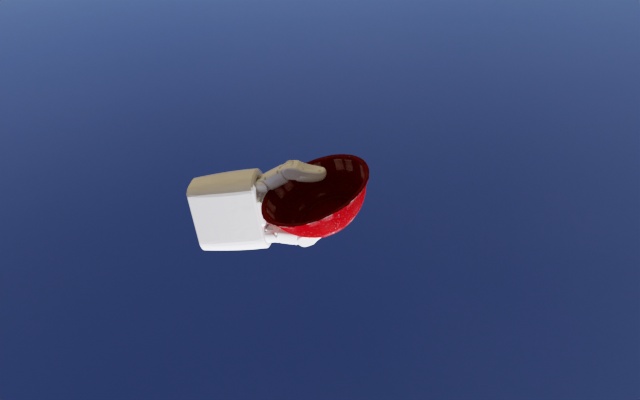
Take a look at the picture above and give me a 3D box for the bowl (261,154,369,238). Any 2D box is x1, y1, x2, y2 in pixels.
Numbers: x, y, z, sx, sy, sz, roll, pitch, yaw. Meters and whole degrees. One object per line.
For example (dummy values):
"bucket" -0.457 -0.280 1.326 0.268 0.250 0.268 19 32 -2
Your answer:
"bowl" 0.001 0.002 0.671 0.162 0.055 0.162 -19 32 12
